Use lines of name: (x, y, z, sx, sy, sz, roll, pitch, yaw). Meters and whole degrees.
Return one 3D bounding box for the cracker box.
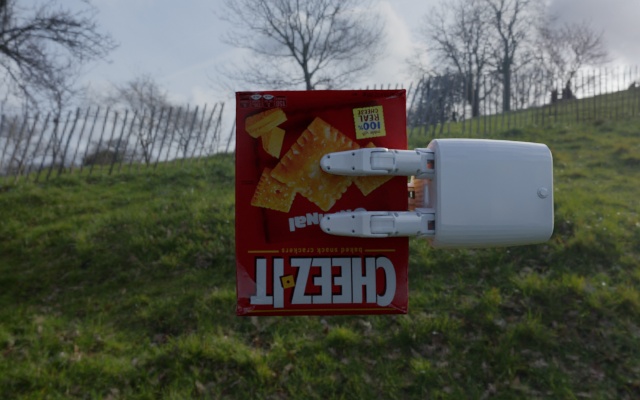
cracker box: (0.000, 0.001, 0.469, 0.164, 0.213, 0.072, 0, -2, -2)
